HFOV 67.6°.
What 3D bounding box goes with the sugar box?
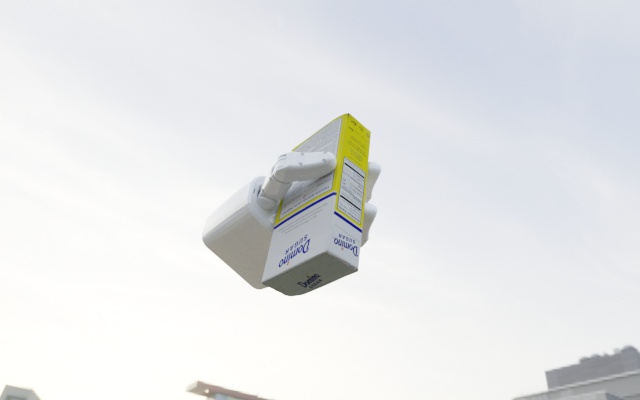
[{"bbox_3d":[0.000,0.002,0.476,0.048,0.176,0.093,32,-43,-30],"label":"sugar box"}]
